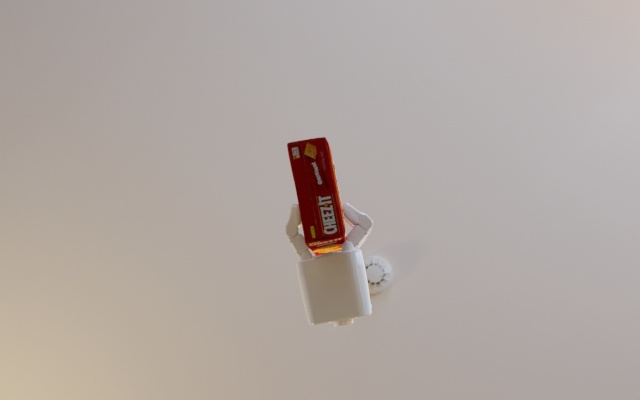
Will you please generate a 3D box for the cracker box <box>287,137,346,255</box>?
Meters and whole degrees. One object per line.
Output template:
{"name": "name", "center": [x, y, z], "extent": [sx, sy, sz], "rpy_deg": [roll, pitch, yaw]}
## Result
{"name": "cracker box", "center": [0.000, 0.003, 0.831], "extent": [0.072, 0.164, 0.214], "rpy_deg": [-12, -12, 1]}
